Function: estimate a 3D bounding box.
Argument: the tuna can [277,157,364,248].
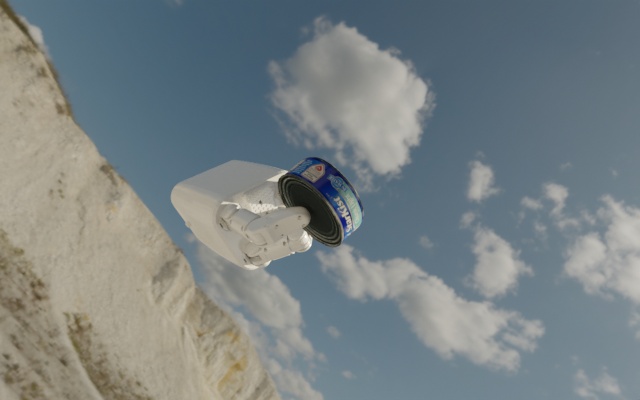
[{"bbox_3d":[0.001,0.001,0.458,0.033,0.086,0.086,-41,19,-24],"label":"tuna can"}]
